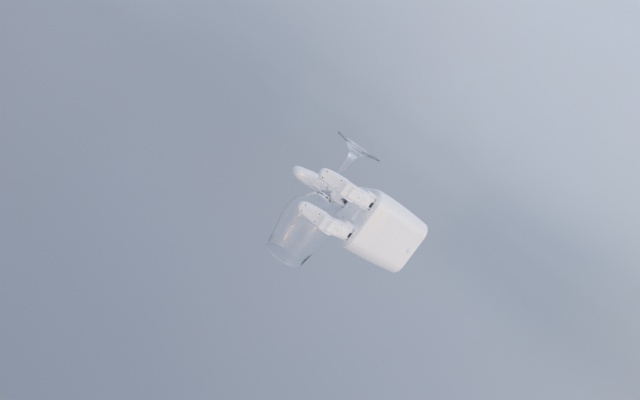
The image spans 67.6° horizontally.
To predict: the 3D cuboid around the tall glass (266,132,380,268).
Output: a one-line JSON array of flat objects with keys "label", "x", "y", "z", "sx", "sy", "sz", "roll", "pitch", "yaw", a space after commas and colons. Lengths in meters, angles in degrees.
[{"label": "tall glass", "x": 0.000, "y": 0.002, "z": 0.705, "sx": 0.079, "sy": 0.201, "sz": 0.079, "roll": 34, "pitch": 8, "yaw": -6}]
